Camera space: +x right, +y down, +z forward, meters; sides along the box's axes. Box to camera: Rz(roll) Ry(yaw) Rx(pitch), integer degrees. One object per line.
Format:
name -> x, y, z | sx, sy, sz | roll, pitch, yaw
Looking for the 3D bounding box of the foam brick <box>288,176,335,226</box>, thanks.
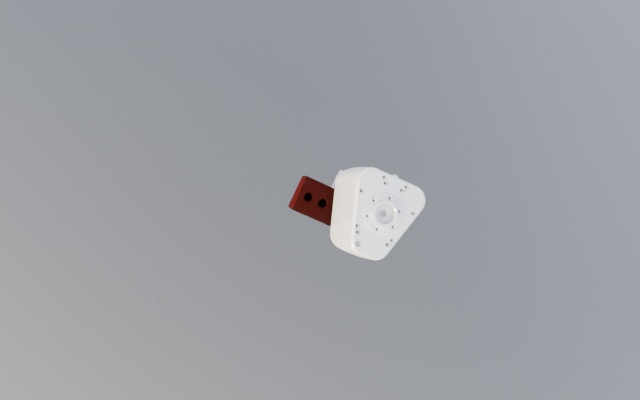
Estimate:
foam brick -> 0.000, 0.002, 0.695 | 0.078, 0.053, 0.051 | 23, 0, -9
